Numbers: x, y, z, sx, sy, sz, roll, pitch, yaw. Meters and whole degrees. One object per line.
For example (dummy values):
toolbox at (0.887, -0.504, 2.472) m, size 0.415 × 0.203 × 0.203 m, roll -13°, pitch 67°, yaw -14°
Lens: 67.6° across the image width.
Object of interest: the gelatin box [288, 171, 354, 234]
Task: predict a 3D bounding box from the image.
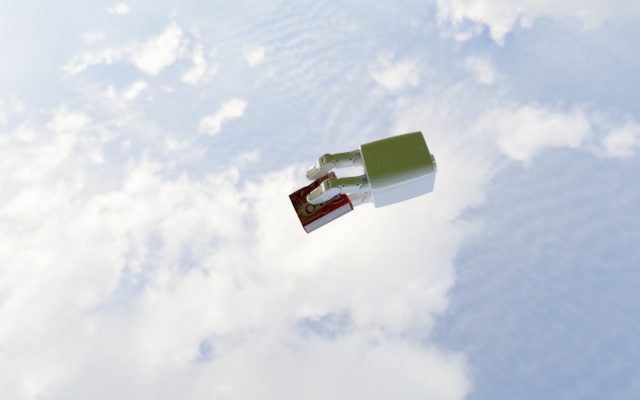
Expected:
gelatin box at (0.000, 0.003, 0.787) m, size 0.089 × 0.073 × 0.030 m, roll -28°, pitch -36°, yaw 2°
